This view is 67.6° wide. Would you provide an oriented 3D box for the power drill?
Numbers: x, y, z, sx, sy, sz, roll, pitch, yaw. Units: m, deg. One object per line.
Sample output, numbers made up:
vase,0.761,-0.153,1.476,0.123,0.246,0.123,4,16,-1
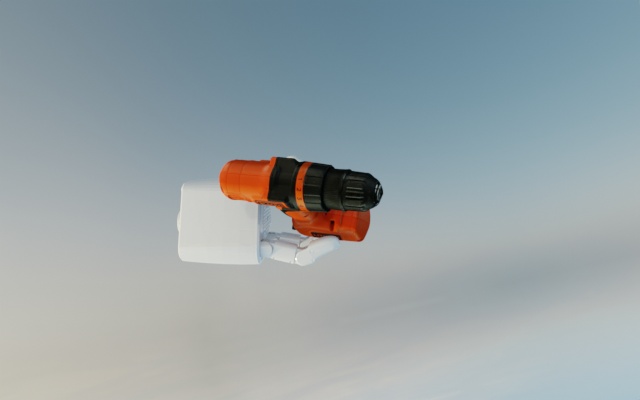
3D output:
power drill,0.000,0.002,0.566,0.184,0.057,0.188,8,-14,23
